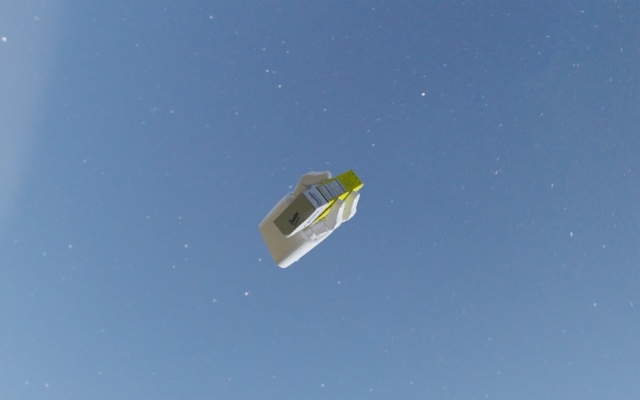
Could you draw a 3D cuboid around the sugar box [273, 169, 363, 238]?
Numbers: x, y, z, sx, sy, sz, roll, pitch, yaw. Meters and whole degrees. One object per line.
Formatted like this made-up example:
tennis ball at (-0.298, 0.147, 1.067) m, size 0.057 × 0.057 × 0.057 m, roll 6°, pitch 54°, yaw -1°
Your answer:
sugar box at (0.000, 0.003, 0.875) m, size 0.093 × 0.048 × 0.176 m, roll -44°, pitch -7°, yaw 36°
